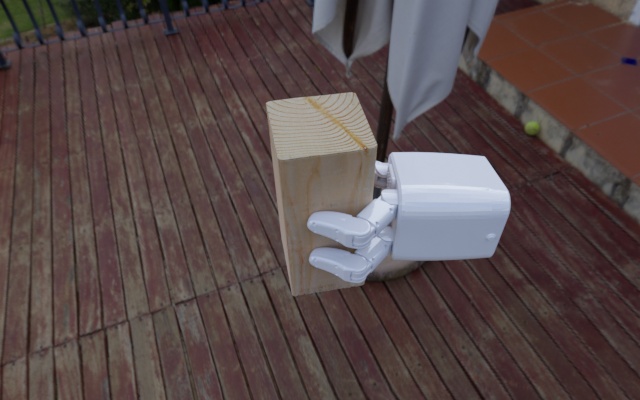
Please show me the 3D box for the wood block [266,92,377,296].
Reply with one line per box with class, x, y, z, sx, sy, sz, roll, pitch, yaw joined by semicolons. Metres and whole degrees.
wood block;0.000;0.001;0.506;0.090;0.090;0.206;-8;-44;-7
